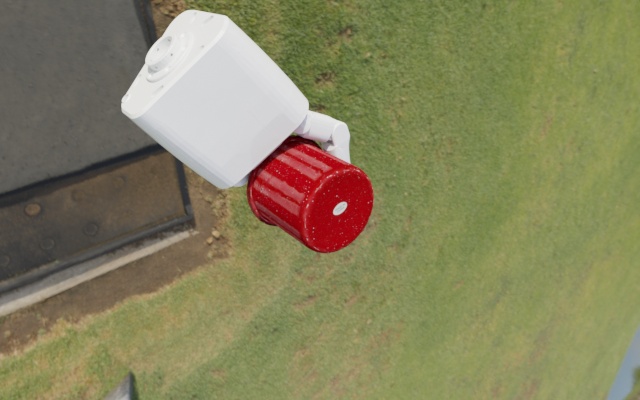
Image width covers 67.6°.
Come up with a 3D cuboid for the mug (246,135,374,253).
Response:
[{"bbox_3d":[0.001,0.002,0.442,0.081,0.093,0.117,30,-6,46],"label":"mug"}]
